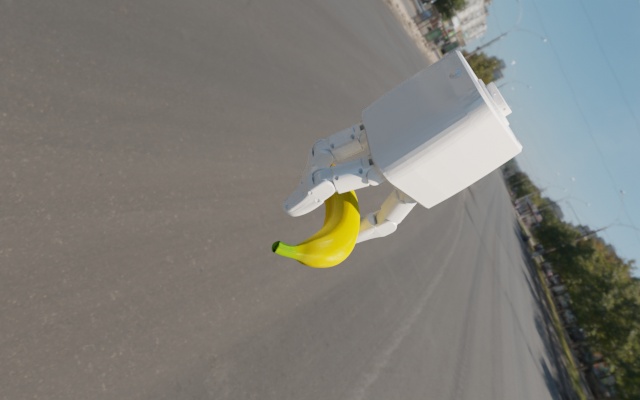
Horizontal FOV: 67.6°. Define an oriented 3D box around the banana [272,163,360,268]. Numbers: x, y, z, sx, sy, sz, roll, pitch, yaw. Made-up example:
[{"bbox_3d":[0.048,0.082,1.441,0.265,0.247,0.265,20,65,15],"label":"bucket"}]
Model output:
[{"bbox_3d":[0.012,0.016,0.500,0.037,0.069,0.197,-39,10,26],"label":"banana"}]
